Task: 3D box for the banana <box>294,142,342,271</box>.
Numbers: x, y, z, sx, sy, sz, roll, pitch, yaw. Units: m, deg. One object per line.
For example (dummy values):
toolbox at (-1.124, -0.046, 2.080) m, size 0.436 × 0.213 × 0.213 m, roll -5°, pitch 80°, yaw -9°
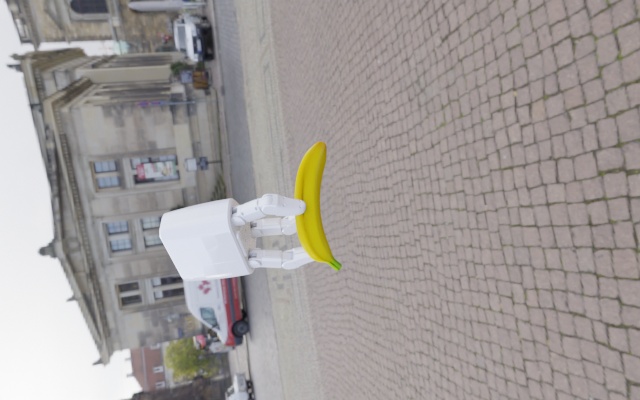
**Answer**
banana at (-0.010, 0.003, 0.690) m, size 0.037 × 0.197 × 0.069 m, roll -13°, pitch -15°, yaw 32°
